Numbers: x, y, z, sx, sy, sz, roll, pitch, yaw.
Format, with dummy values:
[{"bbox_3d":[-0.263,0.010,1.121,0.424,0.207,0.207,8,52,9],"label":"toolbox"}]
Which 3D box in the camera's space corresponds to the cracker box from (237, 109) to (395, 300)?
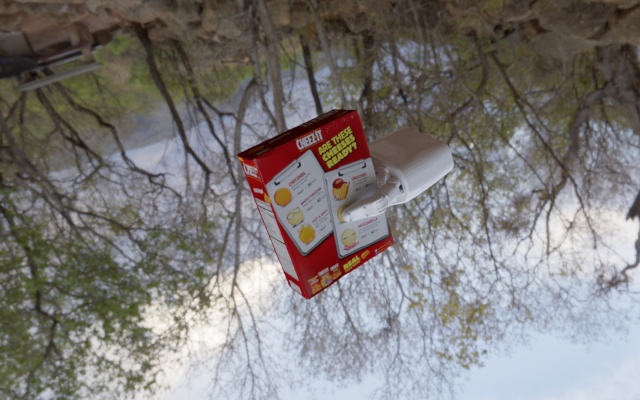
[{"bbox_3d":[0.000,0.002,0.665,0.164,0.214,0.072,-29,24,-24],"label":"cracker box"}]
